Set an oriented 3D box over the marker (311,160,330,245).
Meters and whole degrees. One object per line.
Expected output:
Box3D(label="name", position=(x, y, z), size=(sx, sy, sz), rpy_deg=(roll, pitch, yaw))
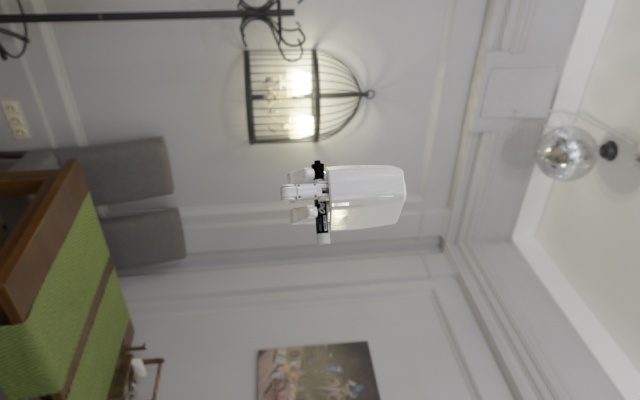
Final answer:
Box3D(label="marker", position=(0.000, 0.002, 0.680), size=(0.020, 0.121, 0.020), rpy_deg=(-4, -9, -1))
